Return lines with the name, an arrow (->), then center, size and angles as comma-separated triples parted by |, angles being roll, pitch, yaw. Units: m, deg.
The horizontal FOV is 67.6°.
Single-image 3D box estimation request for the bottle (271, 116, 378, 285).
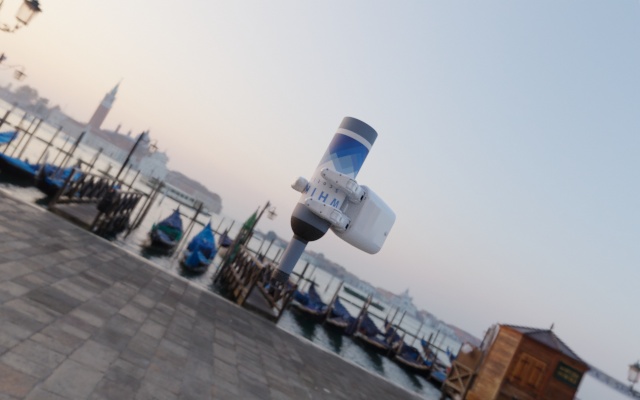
bottle -> 0.000, 0.002, 0.798 | 0.069, 0.295, 0.069 | 28, -7, 4
